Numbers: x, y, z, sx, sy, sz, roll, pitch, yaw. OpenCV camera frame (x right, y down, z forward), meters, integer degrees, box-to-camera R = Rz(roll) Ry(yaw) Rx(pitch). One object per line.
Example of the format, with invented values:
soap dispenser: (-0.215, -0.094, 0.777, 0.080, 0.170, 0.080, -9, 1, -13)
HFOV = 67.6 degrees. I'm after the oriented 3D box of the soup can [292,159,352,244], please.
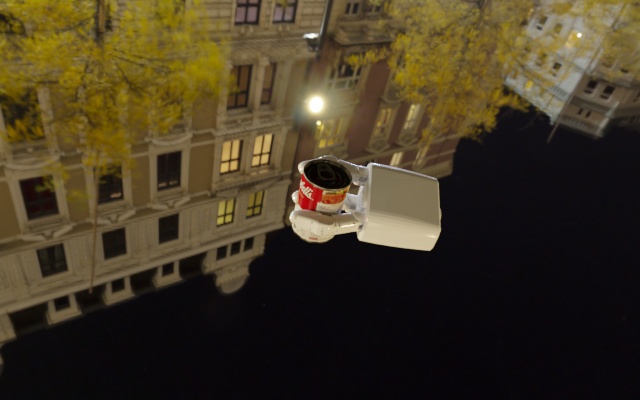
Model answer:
soup can: (0.000, 0.002, 0.673, 0.068, 0.102, 0.068, 9, 39, -7)
